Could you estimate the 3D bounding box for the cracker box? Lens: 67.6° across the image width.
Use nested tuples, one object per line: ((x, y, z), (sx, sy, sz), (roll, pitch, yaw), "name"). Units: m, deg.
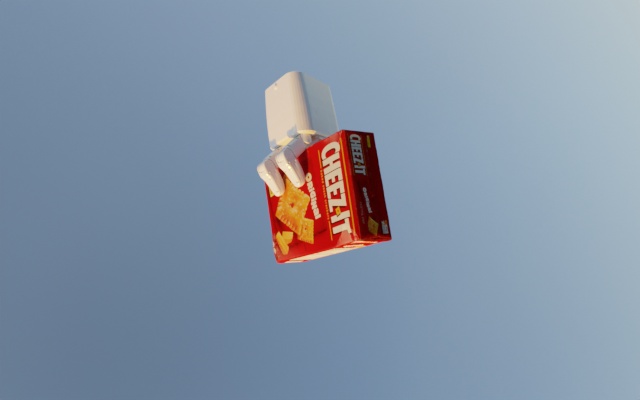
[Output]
((0.000, 0.002, 0.749), (0.072, 0.164, 0.214), (0, -14, -39), "cracker box")
